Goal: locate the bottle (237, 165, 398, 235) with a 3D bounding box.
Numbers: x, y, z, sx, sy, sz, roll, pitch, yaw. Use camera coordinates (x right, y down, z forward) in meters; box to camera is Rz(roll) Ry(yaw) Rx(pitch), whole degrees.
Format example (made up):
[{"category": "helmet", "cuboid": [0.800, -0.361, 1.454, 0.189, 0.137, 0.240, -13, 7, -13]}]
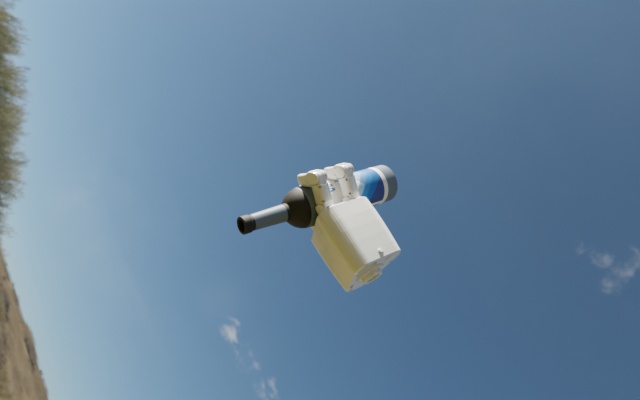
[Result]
[{"category": "bottle", "cuboid": [0.000, 0.002, 0.775, 0.295, 0.069, 0.069, -17, 10, -36]}]
